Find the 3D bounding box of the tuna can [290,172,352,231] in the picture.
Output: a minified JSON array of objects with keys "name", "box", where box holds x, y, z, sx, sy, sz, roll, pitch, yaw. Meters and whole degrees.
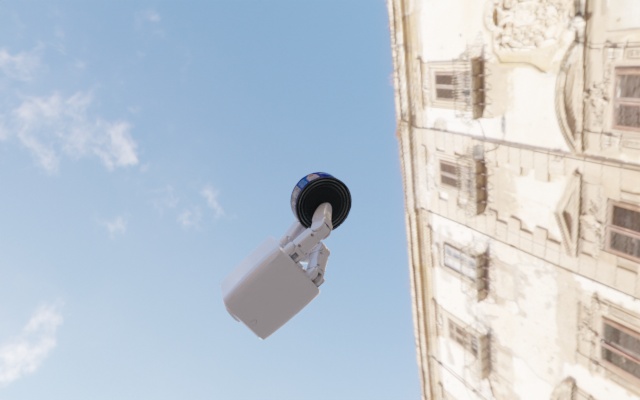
[{"name":"tuna can","box":[0.000,0.002,0.699,0.086,0.086,0.033,0,18,-21]}]
